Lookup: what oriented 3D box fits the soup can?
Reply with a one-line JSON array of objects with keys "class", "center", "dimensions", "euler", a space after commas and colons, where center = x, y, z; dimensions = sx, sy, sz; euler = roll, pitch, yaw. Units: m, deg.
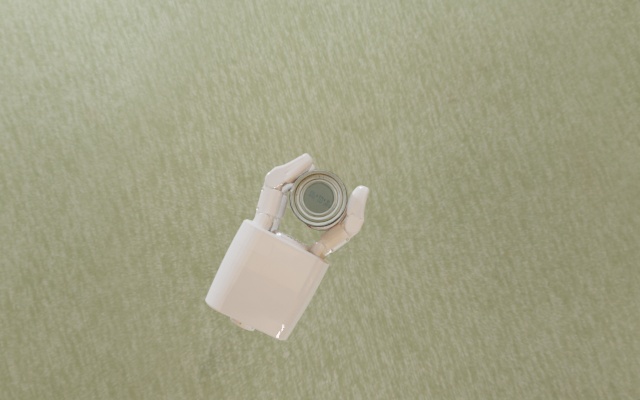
[{"class": "soup can", "center": [0.000, 0.001, 0.587], "dimensions": [0.068, 0.068, 0.102], "euler": [0, -6, 3]}]
